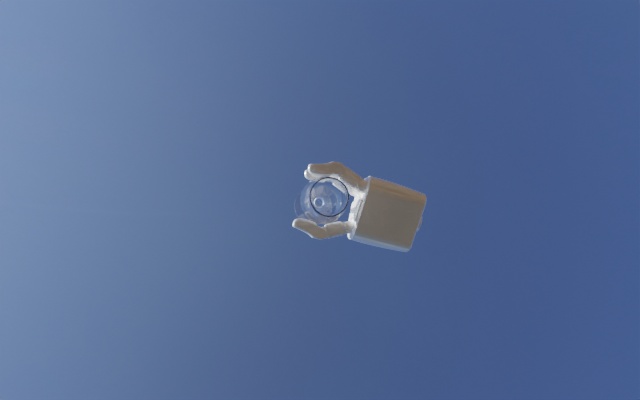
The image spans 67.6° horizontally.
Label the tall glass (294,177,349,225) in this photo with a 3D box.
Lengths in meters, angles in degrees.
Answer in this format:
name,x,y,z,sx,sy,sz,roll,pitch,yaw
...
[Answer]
name,x,y,z,sx,sy,sz,roll,pitch,yaw
tall glass,0.000,0.003,0.829,0.079,0.079,0.201,0,-5,-8
